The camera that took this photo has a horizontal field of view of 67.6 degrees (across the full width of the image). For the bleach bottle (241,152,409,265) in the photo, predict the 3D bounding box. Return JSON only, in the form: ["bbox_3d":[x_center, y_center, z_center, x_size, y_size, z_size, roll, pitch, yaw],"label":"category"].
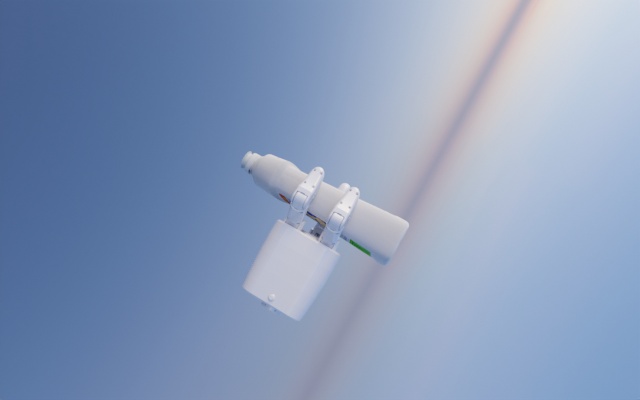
[{"bbox_3d":[0.000,0.002,0.684,0.251,0.068,0.102,29,-6,10],"label":"bleach bottle"}]
